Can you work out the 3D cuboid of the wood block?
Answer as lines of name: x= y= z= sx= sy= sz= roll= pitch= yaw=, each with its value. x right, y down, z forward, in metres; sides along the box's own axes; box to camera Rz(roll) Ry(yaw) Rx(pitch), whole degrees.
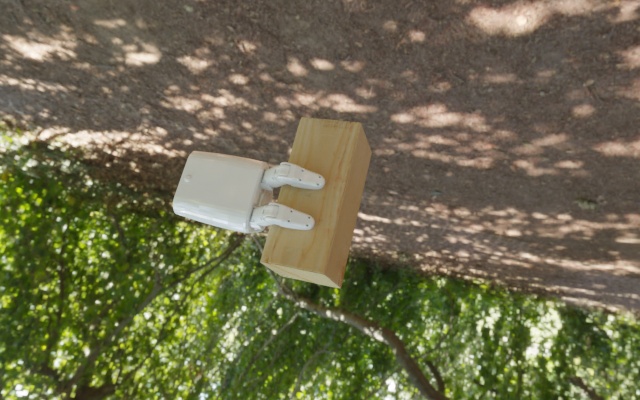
wood block: x=0.000 y=0.002 z=0.647 sx=0.090 sy=0.206 sz=0.091 roll=9 pitch=-18 yaw=18
